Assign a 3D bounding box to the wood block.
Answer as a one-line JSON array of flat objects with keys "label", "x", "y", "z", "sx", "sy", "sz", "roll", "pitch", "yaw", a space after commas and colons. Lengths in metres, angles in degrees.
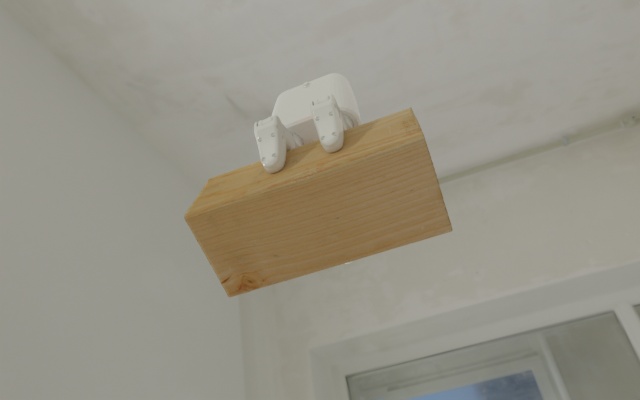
[{"label": "wood block", "x": 0.000, "y": 0.002, "z": 0.433, "sx": 0.206, "sy": 0.091, "sz": 0.090, "roll": -18, "pitch": 23, "yaw": 12}]
